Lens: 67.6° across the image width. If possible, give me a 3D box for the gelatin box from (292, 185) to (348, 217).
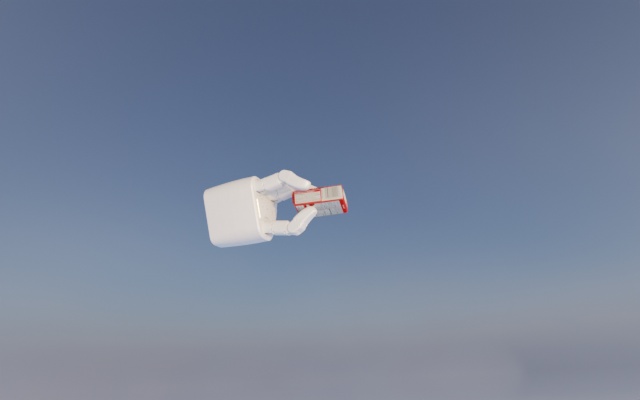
[{"bbox_3d":[0.001,0.003,0.845,0.089,0.030,0.073,-8,-22,7],"label":"gelatin box"}]
